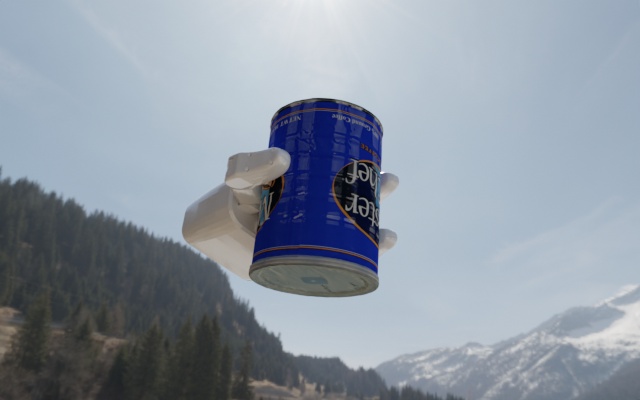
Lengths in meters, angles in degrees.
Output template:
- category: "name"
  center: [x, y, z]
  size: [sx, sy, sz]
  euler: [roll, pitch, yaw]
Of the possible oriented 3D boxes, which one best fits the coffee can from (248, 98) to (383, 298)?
- category: "coffee can"
  center: [0.000, 0.001, 0.403]
  size: [0.103, 0.140, 0.103]
  euler: [4, -23, 2]
